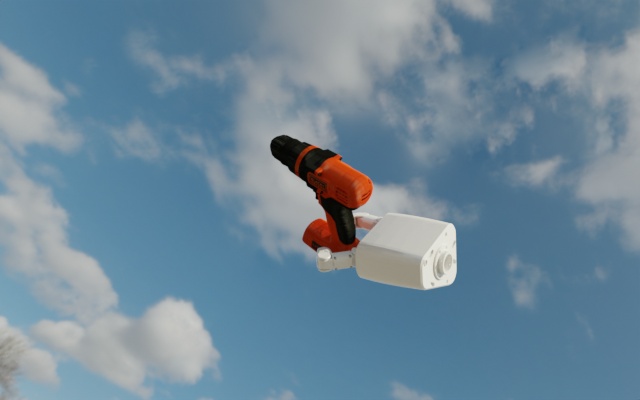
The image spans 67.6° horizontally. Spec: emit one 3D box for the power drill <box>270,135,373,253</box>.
[{"bbox_3d":[0.000,0.003,0.720,0.057,0.188,0.184,-37,51,-26],"label":"power drill"}]
